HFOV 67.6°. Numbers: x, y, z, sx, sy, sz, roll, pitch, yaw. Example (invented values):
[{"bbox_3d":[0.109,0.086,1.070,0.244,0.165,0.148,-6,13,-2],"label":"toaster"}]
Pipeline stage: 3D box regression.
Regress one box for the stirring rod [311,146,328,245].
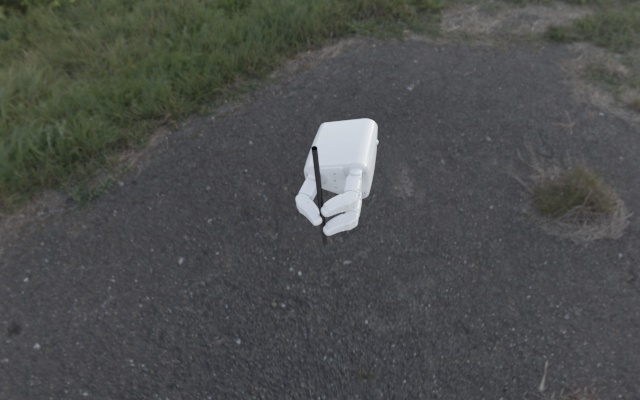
[{"bbox_3d":[0.000,0.002,0.715,0.011,0.011,0.240,0,-36,5],"label":"stirring rod"}]
